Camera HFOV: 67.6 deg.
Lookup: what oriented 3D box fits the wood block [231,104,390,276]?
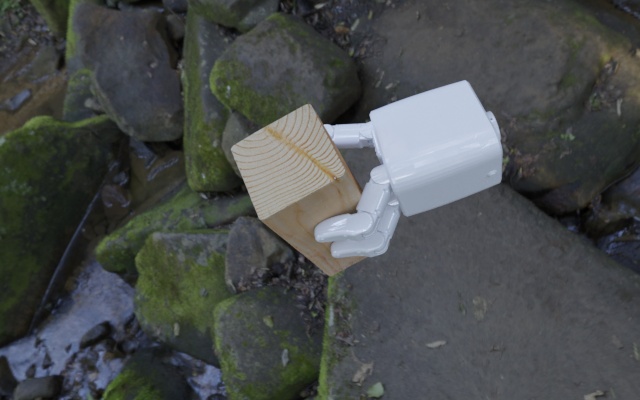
[{"bbox_3d":[0.000,0.001,0.522,0.090,0.090,0.206,-29,-29,6],"label":"wood block"}]
